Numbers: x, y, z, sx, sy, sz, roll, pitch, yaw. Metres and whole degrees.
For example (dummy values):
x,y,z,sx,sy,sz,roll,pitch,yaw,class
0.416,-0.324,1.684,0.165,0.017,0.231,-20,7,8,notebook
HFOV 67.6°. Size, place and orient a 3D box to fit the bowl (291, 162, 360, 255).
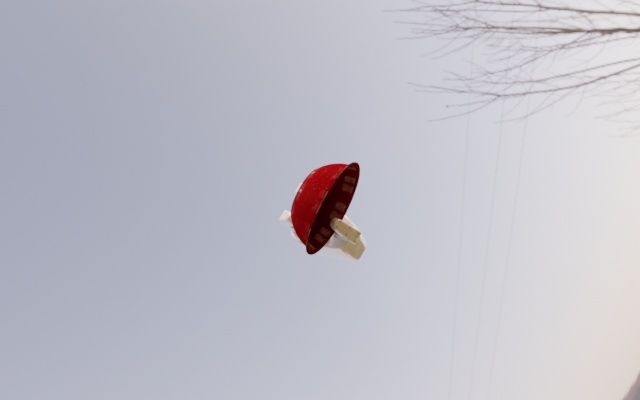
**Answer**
x,y,z,sx,sy,sz,roll,pitch,yaw,class
0.000,0.002,0.751,0.055,0.162,0.162,28,8,16,bowl
